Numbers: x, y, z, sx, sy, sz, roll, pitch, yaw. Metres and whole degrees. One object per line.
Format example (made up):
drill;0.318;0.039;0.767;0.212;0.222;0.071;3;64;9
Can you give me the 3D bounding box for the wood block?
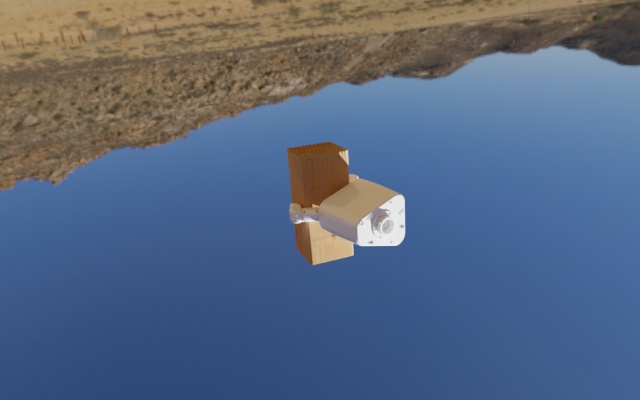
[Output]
wood block;0.000;0.003;0.899;0.091;0.206;0.090;-11;20;-19
